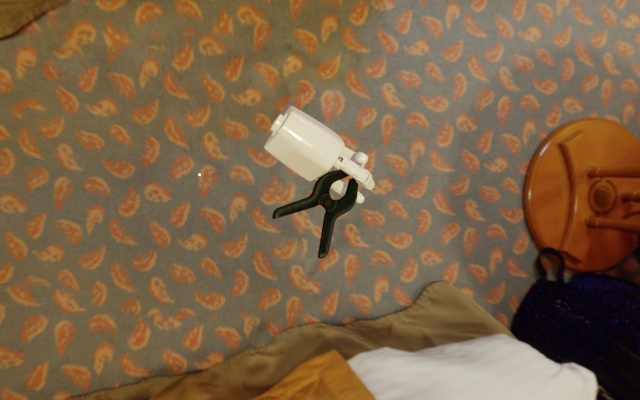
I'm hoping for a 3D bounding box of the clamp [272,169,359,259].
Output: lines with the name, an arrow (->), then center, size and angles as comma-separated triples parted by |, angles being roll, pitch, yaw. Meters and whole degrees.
clamp -> 0.000, 0.003, 0.840 | 0.120, 0.171, 0.039 | 33, -5, -14
